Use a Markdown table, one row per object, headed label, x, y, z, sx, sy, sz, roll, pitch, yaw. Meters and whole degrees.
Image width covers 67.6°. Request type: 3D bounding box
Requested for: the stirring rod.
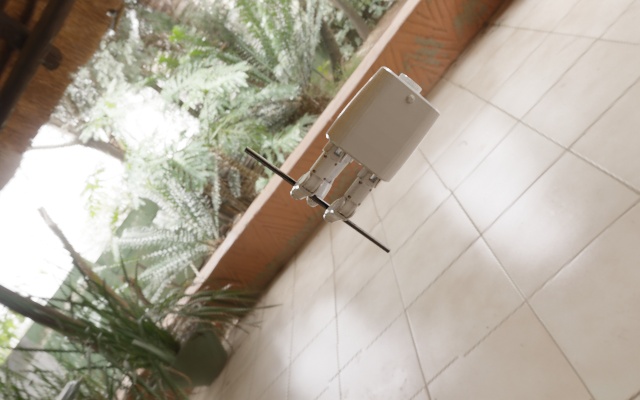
| label | x | y | z | sx | sy | sz | roll | pitch | yaw |
| --- | --- | --- | --- | --- | --- | --- | --- | --- | --- |
| stirring rod | 0.000 | 0.002 | 0.635 | 0.239 | 0.011 | 0.011 | 36 | -10 | -14 |
